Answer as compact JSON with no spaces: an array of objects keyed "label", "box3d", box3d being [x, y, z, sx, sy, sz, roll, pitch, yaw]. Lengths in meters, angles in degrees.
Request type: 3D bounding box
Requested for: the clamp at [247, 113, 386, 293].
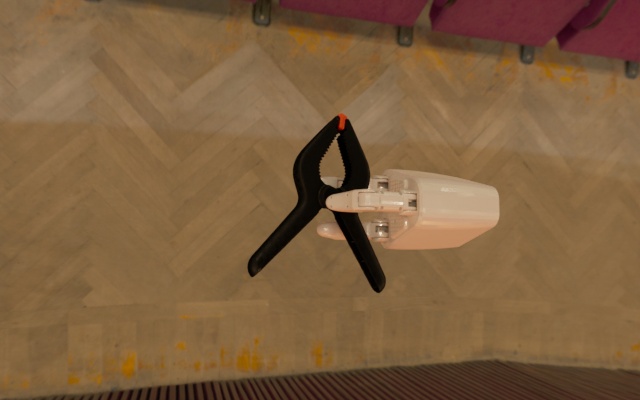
[{"label":"clamp","box3d":[0.001,0.001,0.555,0.164,0.210,0.036,3,-6,-18]}]
